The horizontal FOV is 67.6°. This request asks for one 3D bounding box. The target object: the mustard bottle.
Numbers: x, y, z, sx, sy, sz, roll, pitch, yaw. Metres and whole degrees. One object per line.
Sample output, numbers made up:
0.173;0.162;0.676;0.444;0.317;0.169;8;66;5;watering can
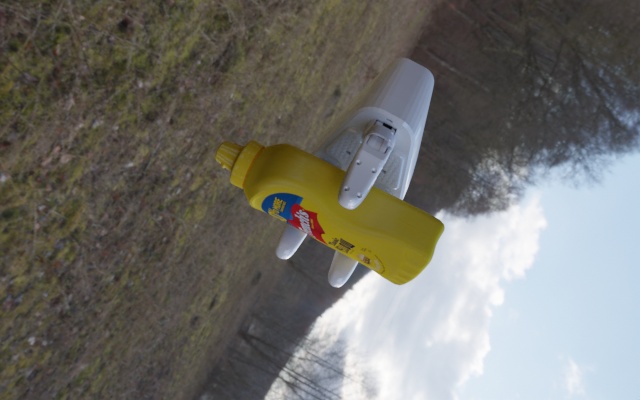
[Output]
0.000;0.002;0.400;0.191;0.058;0.096;28;-18;1;mustard bottle
